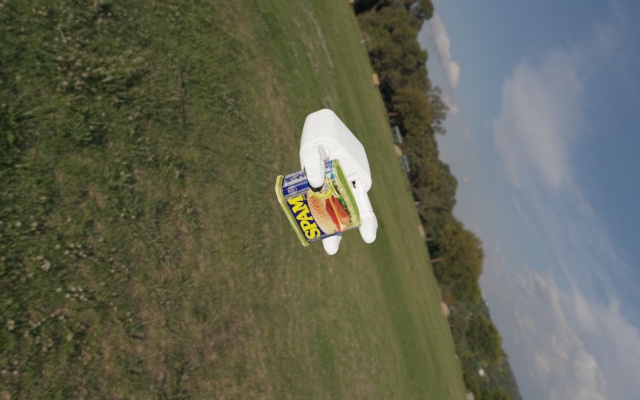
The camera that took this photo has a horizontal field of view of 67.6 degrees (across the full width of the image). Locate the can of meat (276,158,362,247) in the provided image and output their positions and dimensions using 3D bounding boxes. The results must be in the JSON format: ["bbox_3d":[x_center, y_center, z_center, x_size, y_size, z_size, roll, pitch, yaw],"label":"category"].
[{"bbox_3d":[0.000,0.002,0.638,0.084,0.102,0.057,-19,29,13],"label":"can of meat"}]
